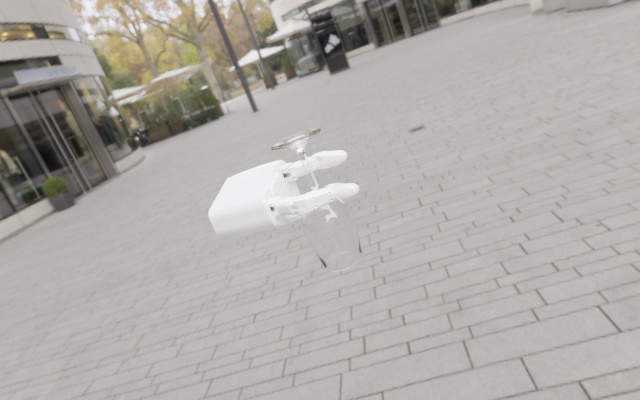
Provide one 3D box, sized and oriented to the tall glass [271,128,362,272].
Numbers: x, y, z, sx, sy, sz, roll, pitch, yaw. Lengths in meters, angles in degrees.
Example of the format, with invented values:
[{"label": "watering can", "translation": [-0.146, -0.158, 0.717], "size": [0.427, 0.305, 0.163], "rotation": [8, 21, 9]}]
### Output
[{"label": "tall glass", "translation": [0.000, 0.002, 0.693], "size": [0.079, 0.201, 0.079], "rotation": [-20, 17, 6]}]
